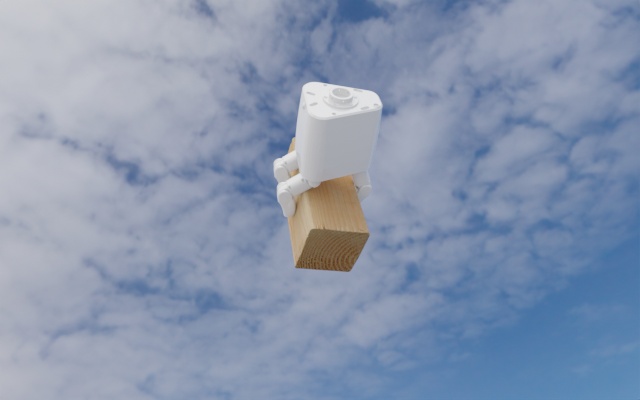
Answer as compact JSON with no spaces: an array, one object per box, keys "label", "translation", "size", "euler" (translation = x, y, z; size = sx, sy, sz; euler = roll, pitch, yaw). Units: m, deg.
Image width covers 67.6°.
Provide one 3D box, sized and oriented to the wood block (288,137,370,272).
[{"label":"wood block","translation":[0.001,0.002,0.752],"size":[0.091,0.090,0.206],"euler":[7,42,-18]}]
